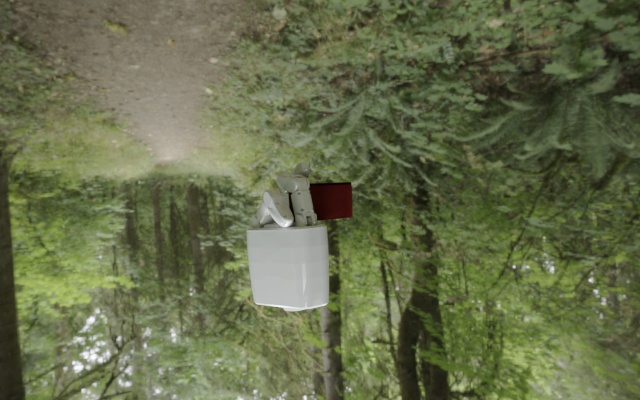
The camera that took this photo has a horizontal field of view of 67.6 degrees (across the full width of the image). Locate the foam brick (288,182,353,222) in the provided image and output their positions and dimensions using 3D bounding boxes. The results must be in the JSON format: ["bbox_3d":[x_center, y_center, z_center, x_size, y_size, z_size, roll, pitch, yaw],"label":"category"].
[{"bbox_3d":[0.000,0.002,0.679,0.078,0.051,0.053,-4,-1,-36],"label":"foam brick"}]
